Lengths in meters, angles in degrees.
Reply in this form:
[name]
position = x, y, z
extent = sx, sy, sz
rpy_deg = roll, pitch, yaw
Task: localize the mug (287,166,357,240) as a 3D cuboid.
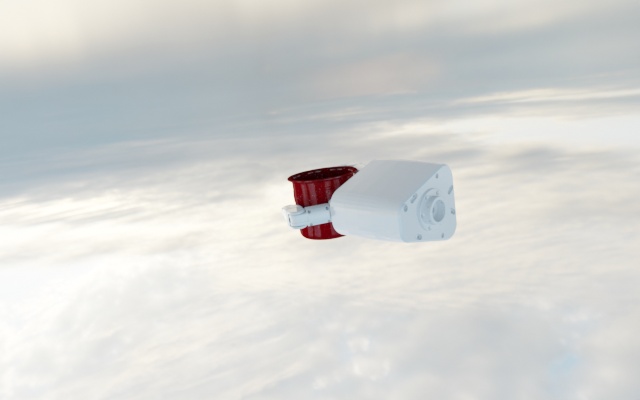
[mug]
position = -0.001, 0.002, 0.646
extent = 0.093, 0.081, 0.117
rpy_deg = -18, 16, -37
